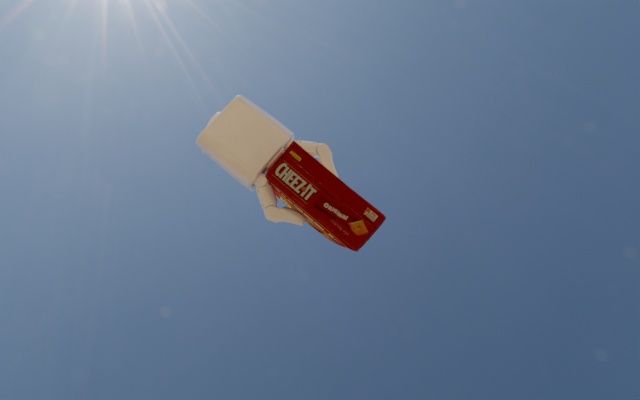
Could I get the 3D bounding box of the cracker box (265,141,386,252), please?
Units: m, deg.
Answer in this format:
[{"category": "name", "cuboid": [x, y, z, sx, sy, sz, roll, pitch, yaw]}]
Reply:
[{"category": "cracker box", "cuboid": [0.000, 0.002, 0.737, 0.164, 0.072, 0.214, 39, -4, 0]}]
